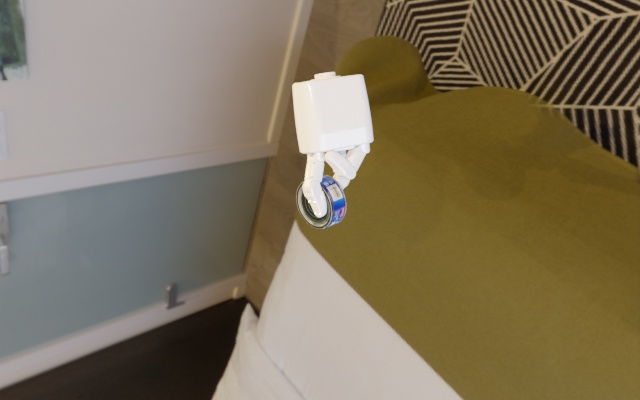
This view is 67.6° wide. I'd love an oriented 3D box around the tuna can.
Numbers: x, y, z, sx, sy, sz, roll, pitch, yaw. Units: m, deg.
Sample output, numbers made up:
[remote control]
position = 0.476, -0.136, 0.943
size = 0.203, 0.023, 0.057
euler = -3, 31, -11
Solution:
[tuna can]
position = 0.000, 0.003, 0.777
size = 0.033, 0.086, 0.086
euler = -23, 15, -41
